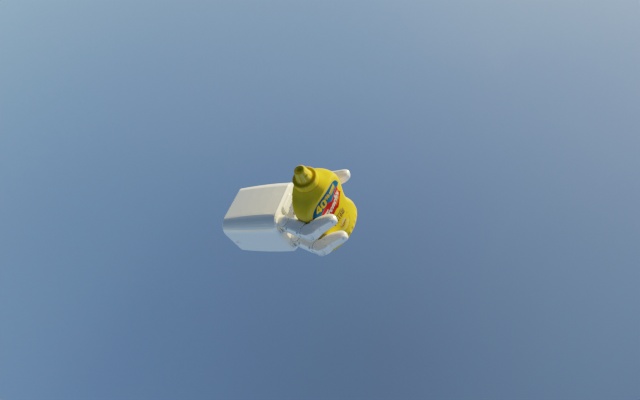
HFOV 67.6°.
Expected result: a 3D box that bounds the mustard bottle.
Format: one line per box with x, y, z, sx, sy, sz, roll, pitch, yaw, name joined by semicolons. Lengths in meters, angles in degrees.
0.001;0.003;0.791;0.058;0.096;0.192;22;-20;33;mustard bottle
